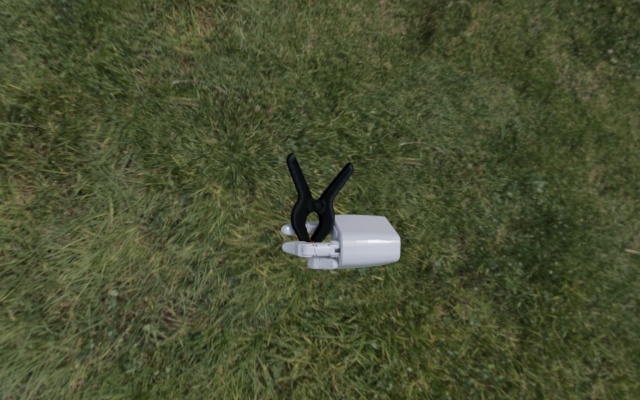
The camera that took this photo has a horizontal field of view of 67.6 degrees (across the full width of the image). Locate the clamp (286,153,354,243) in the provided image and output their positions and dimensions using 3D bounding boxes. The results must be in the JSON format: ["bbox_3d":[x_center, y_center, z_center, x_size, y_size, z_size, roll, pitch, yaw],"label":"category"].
[{"bbox_3d":[0.000,0.003,0.832,0.120,0.171,0.039,-1,5,-11],"label":"clamp"}]
